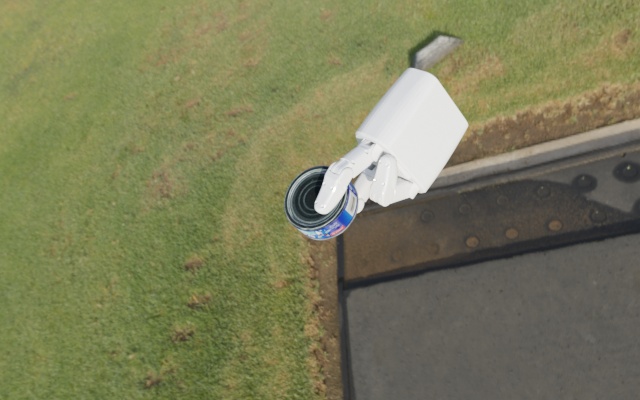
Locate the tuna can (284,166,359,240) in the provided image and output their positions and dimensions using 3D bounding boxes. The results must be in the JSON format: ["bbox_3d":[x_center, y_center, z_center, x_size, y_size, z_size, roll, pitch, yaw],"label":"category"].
[{"bbox_3d":[0.000,0.002,0.571,0.086,0.086,0.034,0,-23,28],"label":"tuna can"}]
